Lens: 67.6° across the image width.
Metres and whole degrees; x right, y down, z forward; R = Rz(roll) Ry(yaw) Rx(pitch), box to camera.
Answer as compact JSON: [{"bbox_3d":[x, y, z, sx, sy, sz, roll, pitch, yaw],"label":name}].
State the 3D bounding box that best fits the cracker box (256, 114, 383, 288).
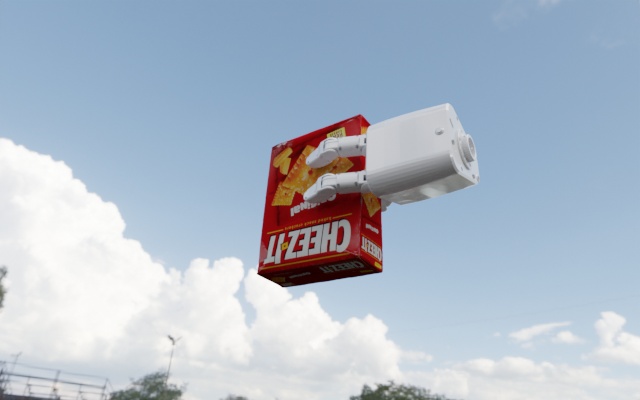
[{"bbox_3d":[0.000,0.002,0.672,0.164,0.213,0.072,-15,-33,31],"label":"cracker box"}]
